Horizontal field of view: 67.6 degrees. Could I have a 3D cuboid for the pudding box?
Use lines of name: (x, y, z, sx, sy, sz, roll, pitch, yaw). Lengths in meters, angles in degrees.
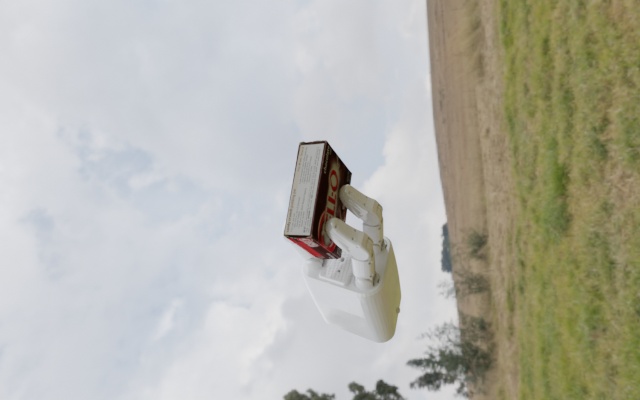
pudding box: (0.000, 0.002, 0.541, 0.039, 0.113, 0.090, -1, -21, 21)
